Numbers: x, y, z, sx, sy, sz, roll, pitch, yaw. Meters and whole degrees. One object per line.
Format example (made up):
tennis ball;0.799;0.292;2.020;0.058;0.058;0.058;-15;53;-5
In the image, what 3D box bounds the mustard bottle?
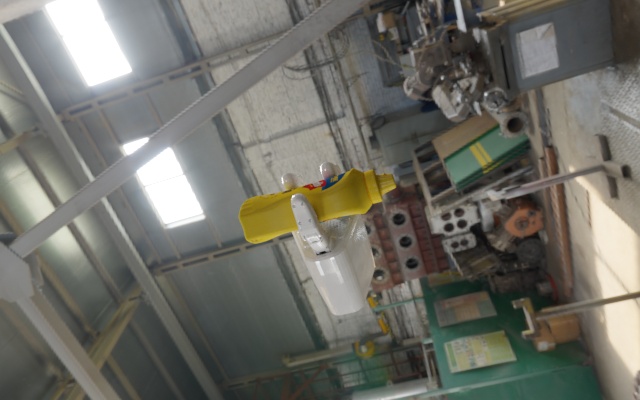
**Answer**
mustard bottle;0.000;0.002;0.601;0.191;0.058;0.096;-16;6;10
